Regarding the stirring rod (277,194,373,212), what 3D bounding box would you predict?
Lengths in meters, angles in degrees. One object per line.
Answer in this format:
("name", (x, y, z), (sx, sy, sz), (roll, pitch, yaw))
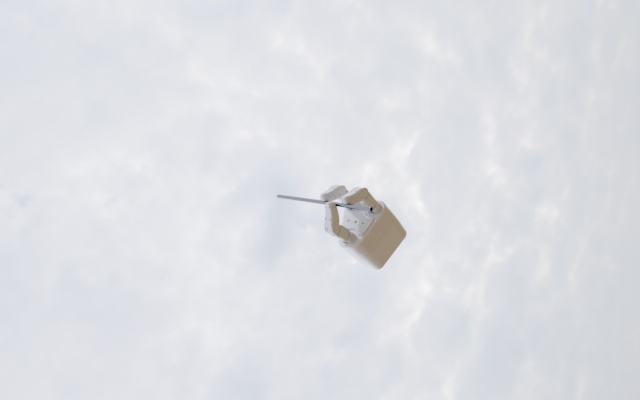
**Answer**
("stirring rod", (0.000, 0.003, 0.893), (0.239, 0.011, 0.011), (8, 5, 44))
